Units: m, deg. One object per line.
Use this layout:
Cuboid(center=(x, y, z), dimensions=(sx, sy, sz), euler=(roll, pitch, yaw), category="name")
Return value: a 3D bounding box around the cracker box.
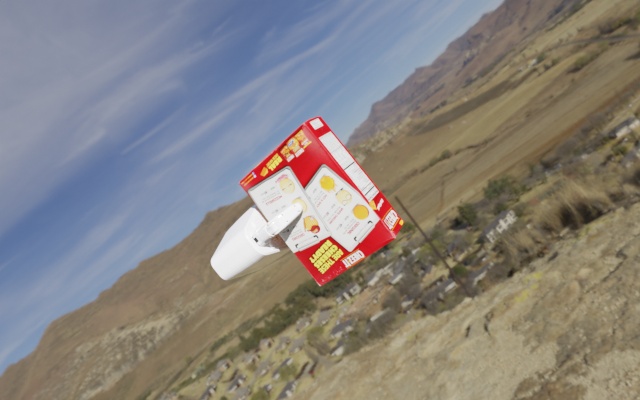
Cuboid(center=(0.000, 0.002, 0.747), dimensions=(0.164, 0.213, 0.072), euler=(-38, 2, 32), category="cracker box")
